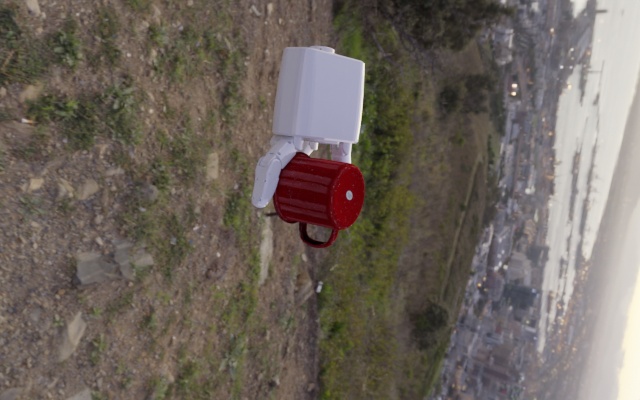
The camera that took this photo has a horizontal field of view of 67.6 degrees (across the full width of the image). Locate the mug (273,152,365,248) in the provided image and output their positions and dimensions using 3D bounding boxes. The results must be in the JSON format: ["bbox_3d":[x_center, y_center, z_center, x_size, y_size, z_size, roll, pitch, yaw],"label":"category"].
[{"bbox_3d":[0.000,0.003,0.591,0.081,0.117,0.093,11,9,34],"label":"mug"}]
